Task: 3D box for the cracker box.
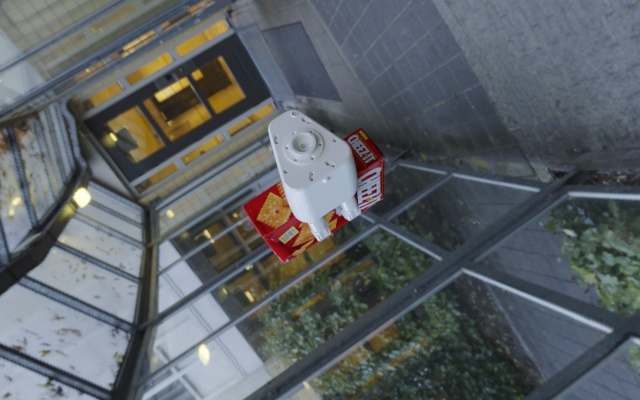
[{"bbox_3d":[0.000,0.002,0.762,0.213,0.072,0.164,-33,-22,-7],"label":"cracker box"}]
